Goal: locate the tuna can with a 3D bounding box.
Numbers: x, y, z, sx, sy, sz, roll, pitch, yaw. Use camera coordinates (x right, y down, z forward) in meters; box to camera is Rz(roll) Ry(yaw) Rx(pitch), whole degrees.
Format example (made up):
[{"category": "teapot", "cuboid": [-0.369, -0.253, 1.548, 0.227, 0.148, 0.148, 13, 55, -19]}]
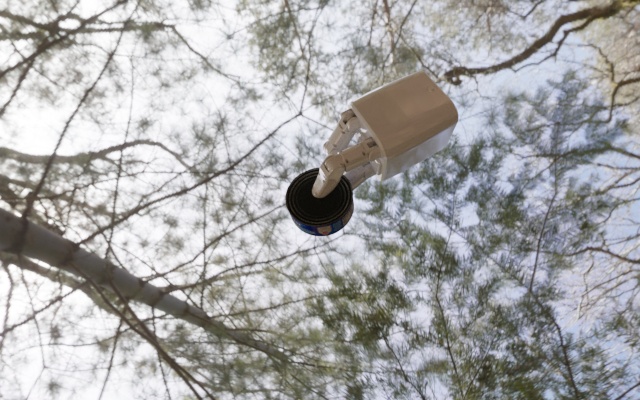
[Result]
[{"category": "tuna can", "cuboid": [0.000, 0.002, 0.610, 0.086, 0.086, 0.034, 0, -30, 8]}]
